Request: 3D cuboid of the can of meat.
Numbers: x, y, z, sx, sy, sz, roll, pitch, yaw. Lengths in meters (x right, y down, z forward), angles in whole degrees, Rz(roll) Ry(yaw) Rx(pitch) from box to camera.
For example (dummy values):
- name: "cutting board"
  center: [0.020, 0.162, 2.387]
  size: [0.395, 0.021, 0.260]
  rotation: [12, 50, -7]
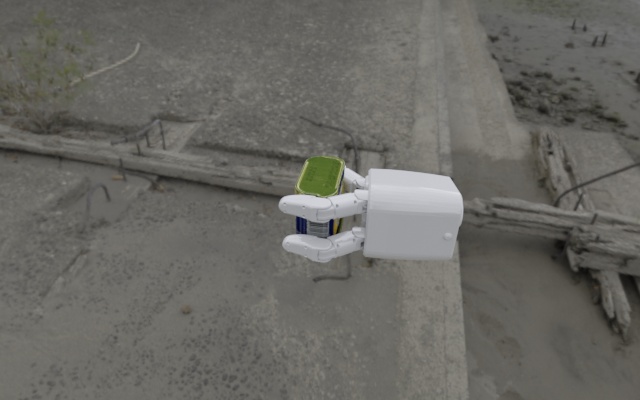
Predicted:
- name: "can of meat"
  center: [0.000, 0.002, 0.605]
  size: [0.057, 0.084, 0.102]
  rotation: [6, 34, 7]
